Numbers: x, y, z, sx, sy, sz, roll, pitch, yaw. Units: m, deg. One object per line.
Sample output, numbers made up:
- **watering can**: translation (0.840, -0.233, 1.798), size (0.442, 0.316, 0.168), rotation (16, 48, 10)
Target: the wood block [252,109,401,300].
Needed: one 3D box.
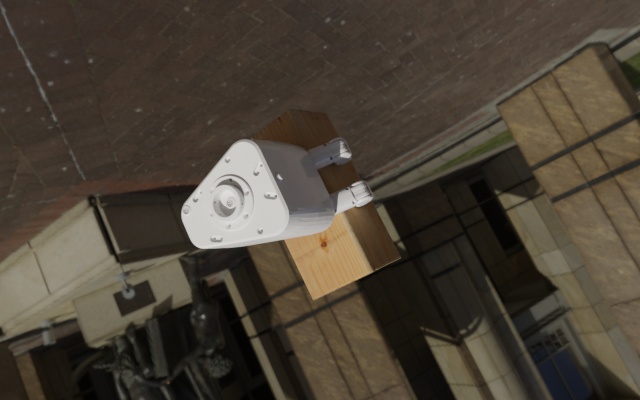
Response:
- **wood block**: translation (0.000, 0.002, 0.585), size (0.091, 0.206, 0.090), rotation (-31, -11, 30)
